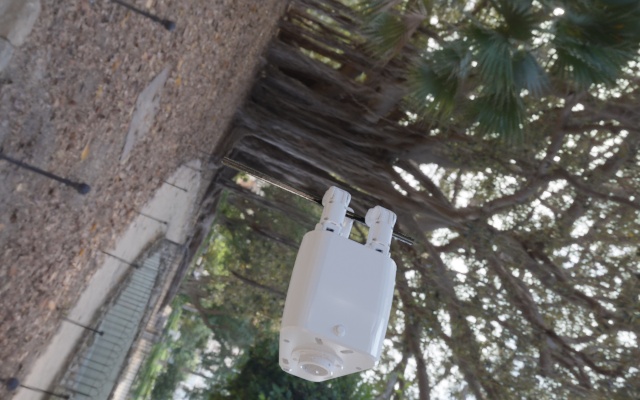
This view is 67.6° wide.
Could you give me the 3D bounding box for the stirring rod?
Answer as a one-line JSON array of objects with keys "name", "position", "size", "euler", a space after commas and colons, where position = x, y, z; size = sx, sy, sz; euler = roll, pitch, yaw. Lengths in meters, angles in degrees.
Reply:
[{"name": "stirring rod", "position": [0.000, 0.002, 0.550], "size": [0.239, 0.011, 0.011], "euler": [23, -4, -8]}]
